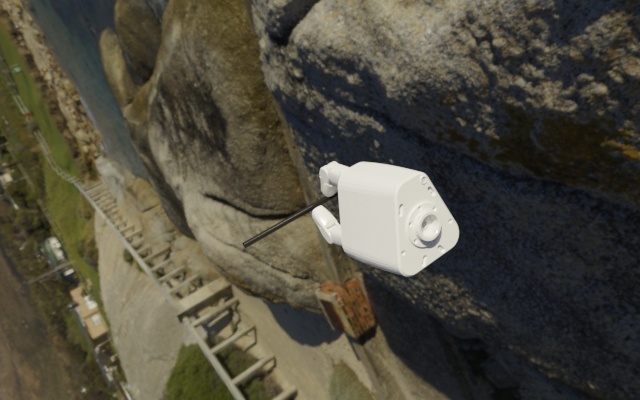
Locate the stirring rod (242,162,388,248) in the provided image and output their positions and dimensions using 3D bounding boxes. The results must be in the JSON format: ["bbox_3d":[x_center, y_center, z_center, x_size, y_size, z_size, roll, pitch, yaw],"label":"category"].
[{"bbox_3d":[0.000,0.002,0.648,0.239,0.011,0.011,-30,13,-23],"label":"stirring rod"}]
